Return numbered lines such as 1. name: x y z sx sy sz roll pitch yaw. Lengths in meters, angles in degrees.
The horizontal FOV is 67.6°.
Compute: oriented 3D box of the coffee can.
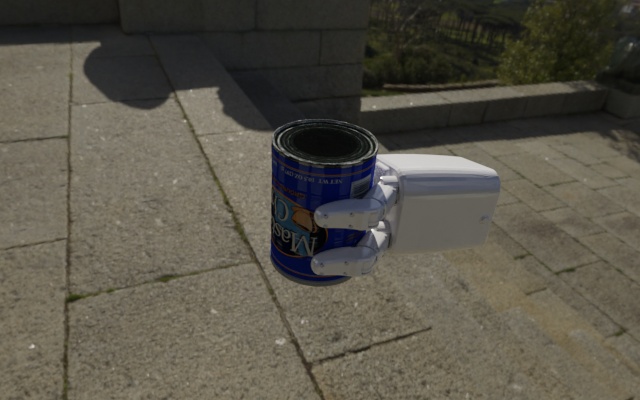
1. coffee can: 0.000 0.002 0.489 0.103 0.140 0.102 3 32 -2
